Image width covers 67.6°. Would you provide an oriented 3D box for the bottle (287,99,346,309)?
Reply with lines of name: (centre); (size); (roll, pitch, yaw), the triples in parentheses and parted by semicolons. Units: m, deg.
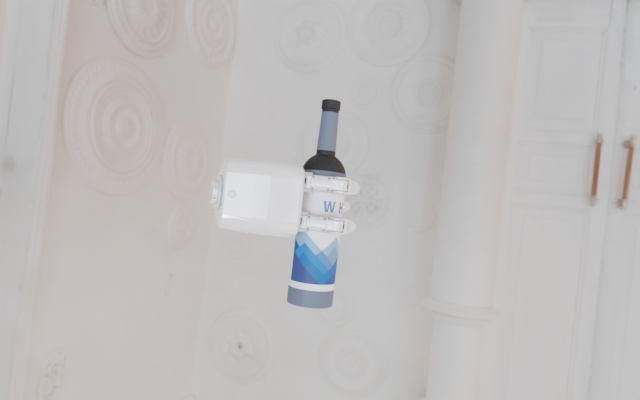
bottle: (0.000, 0.003, 0.691); (0.069, 0.295, 0.069); (6, 0, 0)
